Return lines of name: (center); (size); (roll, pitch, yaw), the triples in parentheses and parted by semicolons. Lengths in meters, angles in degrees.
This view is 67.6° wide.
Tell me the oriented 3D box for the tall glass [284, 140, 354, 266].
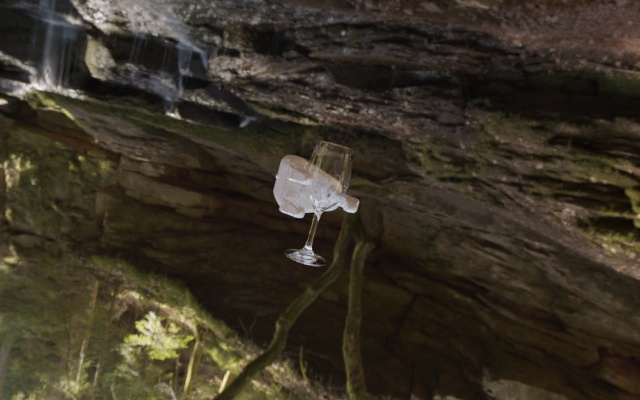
tall glass: (0.000, 0.003, 0.799); (0.079, 0.201, 0.079); (15, 8, -2)
